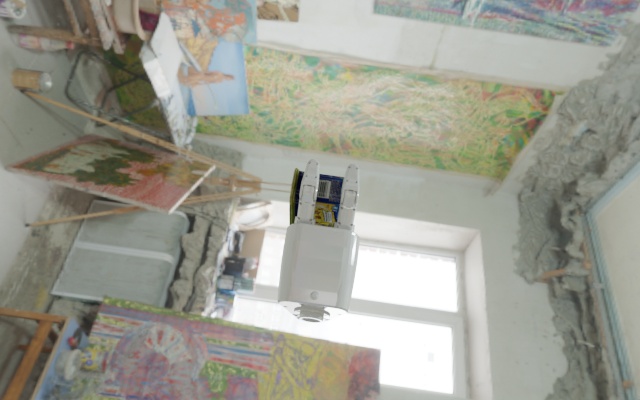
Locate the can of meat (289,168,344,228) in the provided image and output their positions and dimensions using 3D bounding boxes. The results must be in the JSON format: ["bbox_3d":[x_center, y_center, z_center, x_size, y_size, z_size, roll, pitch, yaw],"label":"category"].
[{"bbox_3d":[0.000,0.002,0.692,0.084,0.057,0.102,8,-29,1],"label":"can of meat"}]
